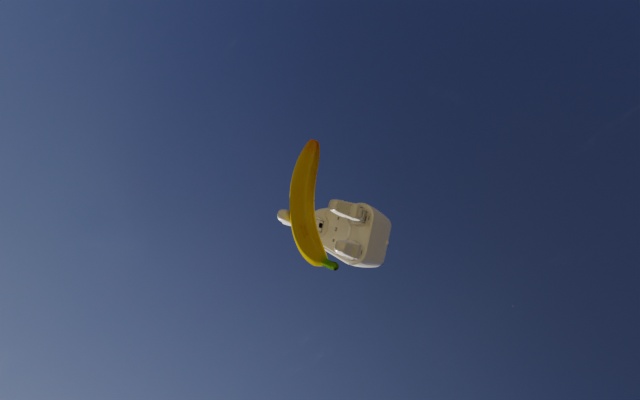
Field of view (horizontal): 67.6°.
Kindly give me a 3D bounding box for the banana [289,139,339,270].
[{"bbox_3d":[-0.015,0.011,0.687,0.069,0.197,0.037,-20,-20,26],"label":"banana"}]
